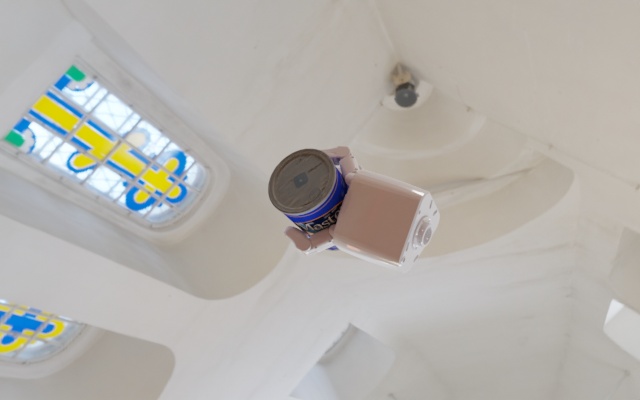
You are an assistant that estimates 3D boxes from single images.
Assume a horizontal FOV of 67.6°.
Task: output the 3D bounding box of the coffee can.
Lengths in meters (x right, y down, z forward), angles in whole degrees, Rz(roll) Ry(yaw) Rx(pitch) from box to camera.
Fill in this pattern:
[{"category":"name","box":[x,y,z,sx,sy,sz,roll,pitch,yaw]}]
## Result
[{"category":"coffee can","box":[0.000,0.002,0.712,0.103,0.102,0.140,0,-26,27]}]
